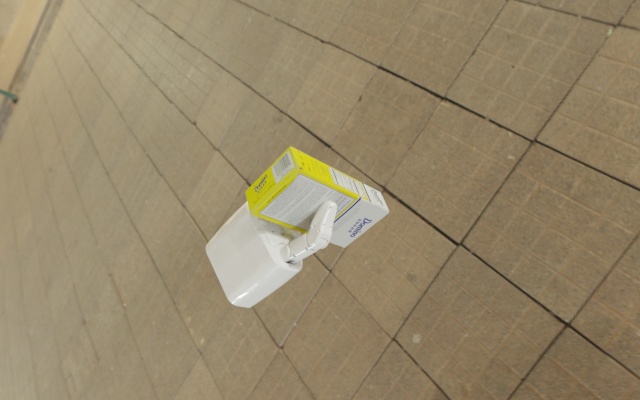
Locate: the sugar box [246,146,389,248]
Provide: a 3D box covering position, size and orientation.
[{"bbox_3d":[0.000,0.002,0.631,0.093,0.048,0.176,-41,-41,25],"label":"sugar box"}]
